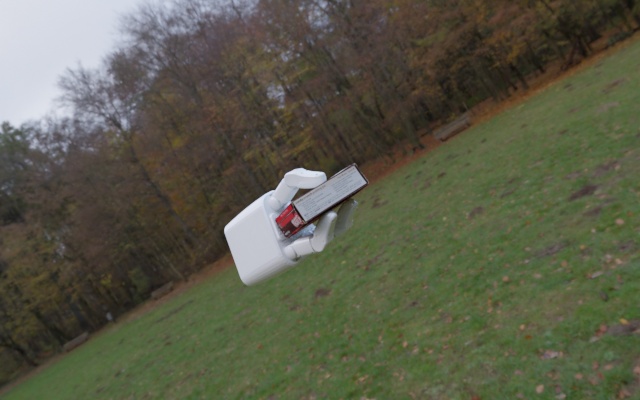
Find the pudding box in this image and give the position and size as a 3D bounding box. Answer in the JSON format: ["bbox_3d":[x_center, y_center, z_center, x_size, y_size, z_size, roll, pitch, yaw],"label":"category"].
[{"bbox_3d":[0.000,0.002,0.653,0.113,0.039,0.090,-34,-2,-25],"label":"pudding box"}]
